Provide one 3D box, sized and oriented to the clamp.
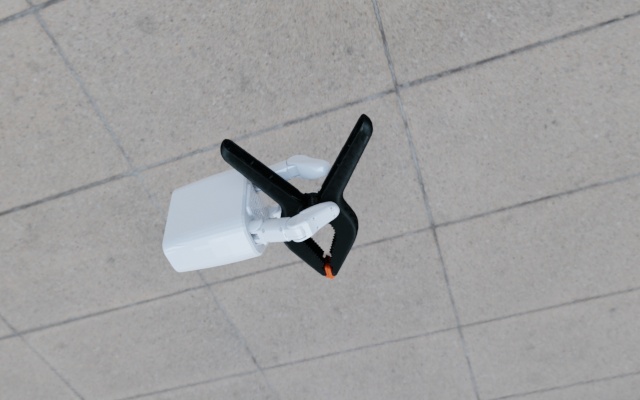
[{"bbox_3d":[0.000,0.003,0.547,0.164,0.210,0.036,-14,31,13],"label":"clamp"}]
